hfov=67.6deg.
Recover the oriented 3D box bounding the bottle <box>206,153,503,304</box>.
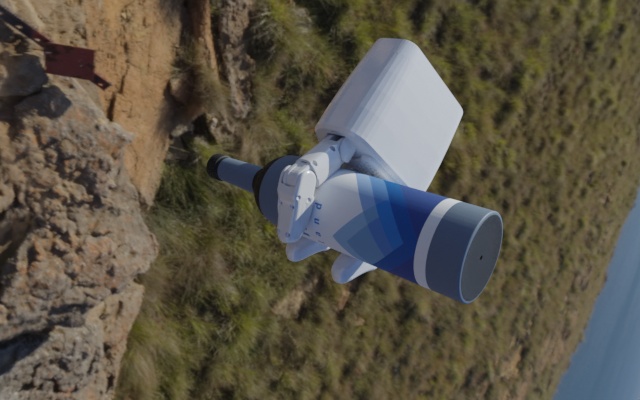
[{"bbox_3d":[0.000,0.001,0.414,0.295,0.069,0.069,19,12,38],"label":"bottle"}]
